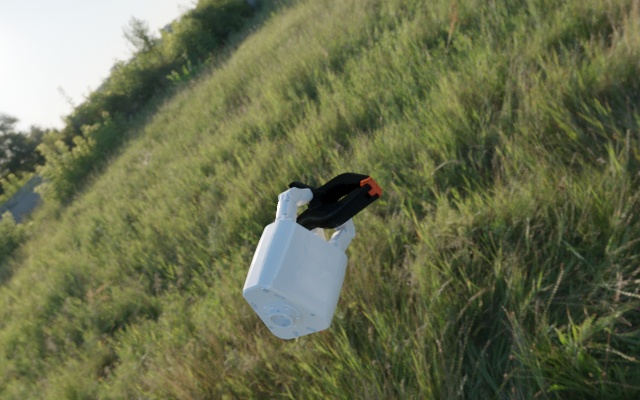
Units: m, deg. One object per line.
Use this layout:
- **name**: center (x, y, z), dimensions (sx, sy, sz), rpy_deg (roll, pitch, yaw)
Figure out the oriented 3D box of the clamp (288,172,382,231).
- **clamp**: center (0.000, 0.002, 0.705), dimensions (0.210, 0.164, 0.036), rpy_deg (-25, -57, 34)
